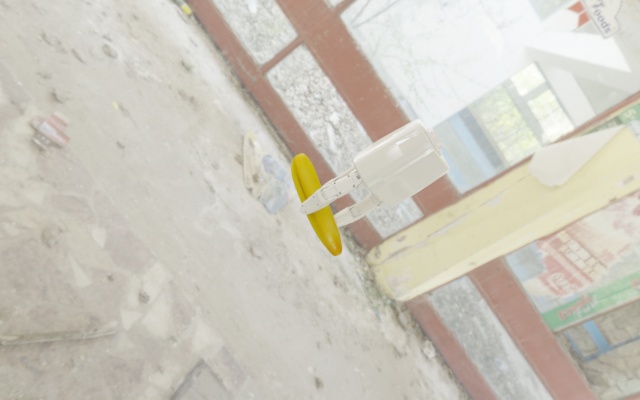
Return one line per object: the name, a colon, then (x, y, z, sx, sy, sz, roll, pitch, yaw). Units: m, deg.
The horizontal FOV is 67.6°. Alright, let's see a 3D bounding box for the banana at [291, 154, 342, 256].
banana: (-0.010, -0.008, 0.735, 0.037, 0.197, 0.070, -30, -37, 14)
